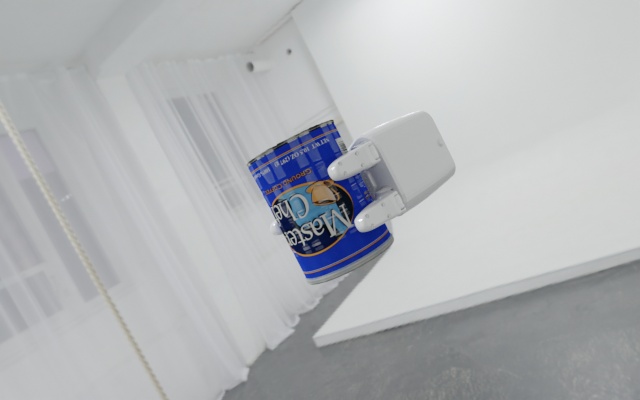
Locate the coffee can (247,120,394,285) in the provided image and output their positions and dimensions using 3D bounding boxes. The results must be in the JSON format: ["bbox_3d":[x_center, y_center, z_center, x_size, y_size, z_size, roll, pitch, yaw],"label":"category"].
[{"bbox_3d":[0.000,0.002,0.501,0.103,0.140,0.103,-27,3,2],"label":"coffee can"}]
